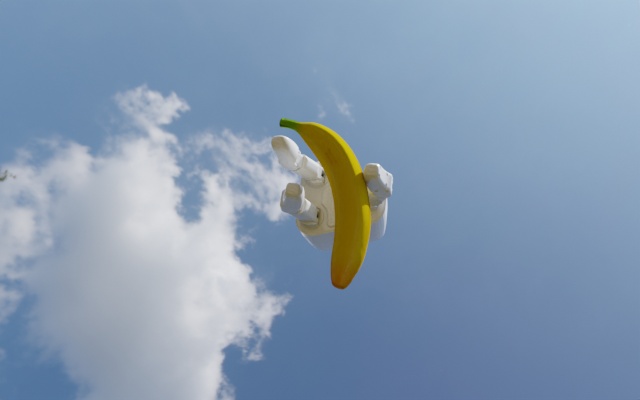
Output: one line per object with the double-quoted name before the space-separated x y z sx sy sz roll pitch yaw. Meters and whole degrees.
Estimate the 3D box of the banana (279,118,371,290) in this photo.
"banana" 0.017 -0.007 0.505 0.069 0.197 0.037 -19 -20 -2
